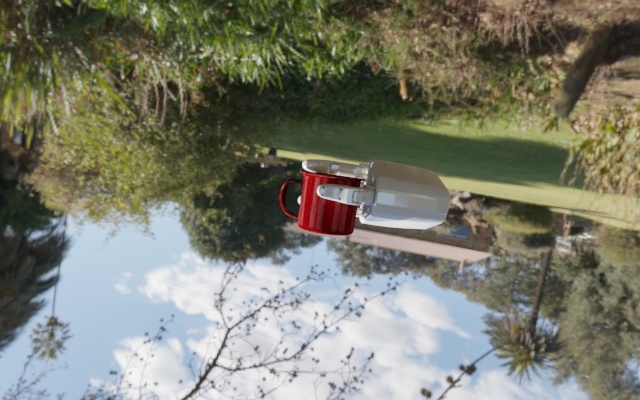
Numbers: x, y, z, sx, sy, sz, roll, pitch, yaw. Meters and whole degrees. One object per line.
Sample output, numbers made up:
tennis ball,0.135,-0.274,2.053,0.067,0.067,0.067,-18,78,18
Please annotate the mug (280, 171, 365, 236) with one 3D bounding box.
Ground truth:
mug,-0.001,0.002,0.679,0.117,0.081,0.093,7,4,-3
